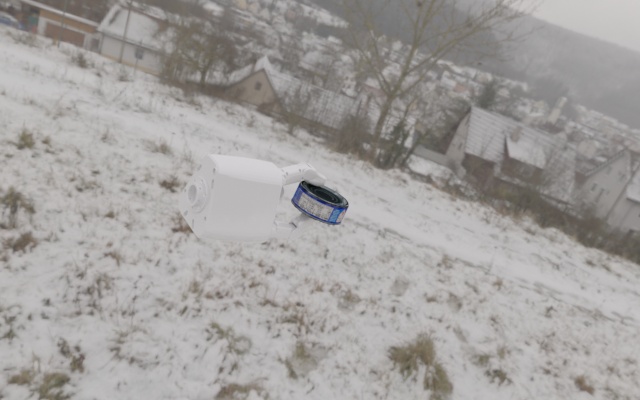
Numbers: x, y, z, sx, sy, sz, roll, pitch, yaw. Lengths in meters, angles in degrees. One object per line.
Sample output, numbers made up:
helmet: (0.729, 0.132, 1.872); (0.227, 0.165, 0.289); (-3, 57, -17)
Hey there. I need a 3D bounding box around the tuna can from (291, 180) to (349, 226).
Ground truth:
tuna can: (0.000, 0.002, 0.737); (0.086, 0.034, 0.086); (24, 16, -7)
